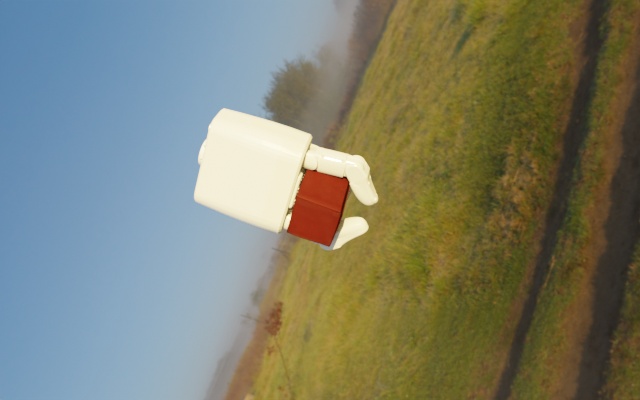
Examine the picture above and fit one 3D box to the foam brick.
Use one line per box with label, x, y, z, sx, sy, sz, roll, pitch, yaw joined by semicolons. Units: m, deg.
foam brick;0.000;0.002;0.525;0.051;0.053;0.078;19;38;0
